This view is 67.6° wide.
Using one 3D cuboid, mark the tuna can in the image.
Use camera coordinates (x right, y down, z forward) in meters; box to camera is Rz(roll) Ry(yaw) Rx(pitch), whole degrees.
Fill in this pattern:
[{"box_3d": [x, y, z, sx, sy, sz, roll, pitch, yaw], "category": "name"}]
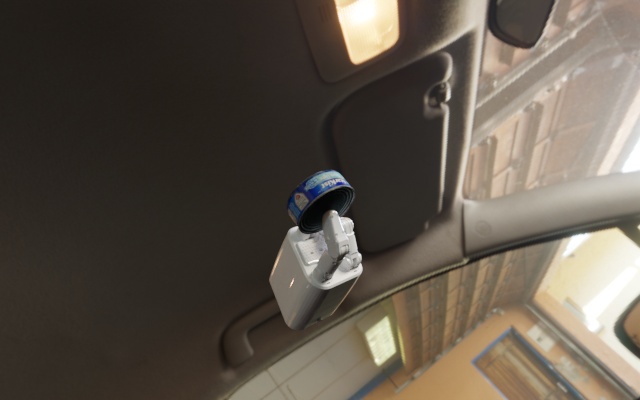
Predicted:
[{"box_3d": [0.000, 0.002, 0.609, 0.086, 0.033, 0.086, -29, -28, -17], "category": "tuna can"}]
